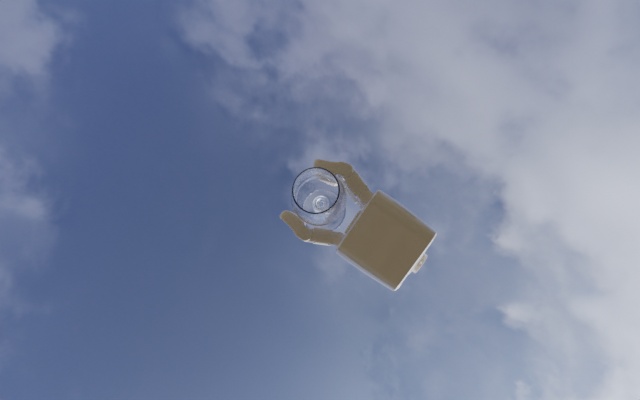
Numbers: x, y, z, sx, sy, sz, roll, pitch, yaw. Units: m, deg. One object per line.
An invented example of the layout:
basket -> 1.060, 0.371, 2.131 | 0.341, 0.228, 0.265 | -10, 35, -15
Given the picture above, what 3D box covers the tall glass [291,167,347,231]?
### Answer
tall glass -> 0.000, 0.002, 0.708 | 0.079, 0.079, 0.201 | 0, -9, 4
